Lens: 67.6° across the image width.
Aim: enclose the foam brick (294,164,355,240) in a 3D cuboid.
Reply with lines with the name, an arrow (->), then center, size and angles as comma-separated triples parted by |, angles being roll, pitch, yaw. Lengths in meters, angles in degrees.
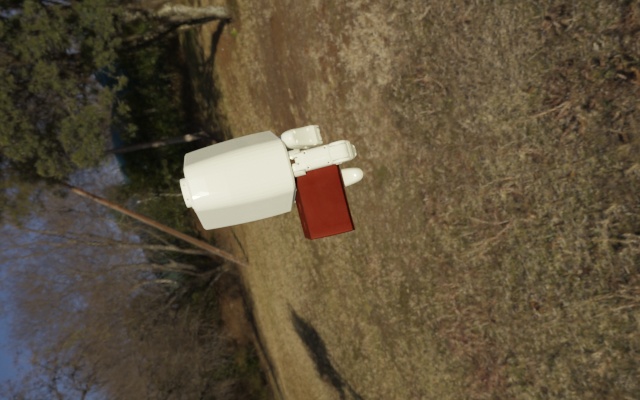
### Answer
foam brick -> 0.000, 0.002, 0.544 | 0.051, 0.078, 0.053 | -15, 2, -11
